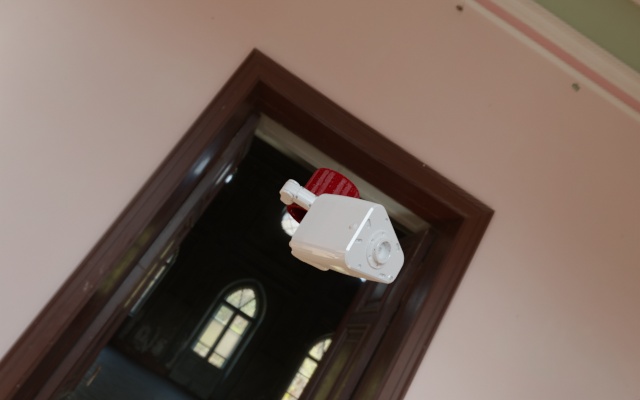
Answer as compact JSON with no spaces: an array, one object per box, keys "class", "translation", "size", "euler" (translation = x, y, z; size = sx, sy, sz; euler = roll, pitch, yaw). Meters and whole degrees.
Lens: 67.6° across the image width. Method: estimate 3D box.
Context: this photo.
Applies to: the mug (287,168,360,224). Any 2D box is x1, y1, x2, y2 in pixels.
[{"class":"mug","translation":[-0.001,0.002,0.751],"size":[0.117,0.081,0.093],"euler":[11,-29,48]}]
